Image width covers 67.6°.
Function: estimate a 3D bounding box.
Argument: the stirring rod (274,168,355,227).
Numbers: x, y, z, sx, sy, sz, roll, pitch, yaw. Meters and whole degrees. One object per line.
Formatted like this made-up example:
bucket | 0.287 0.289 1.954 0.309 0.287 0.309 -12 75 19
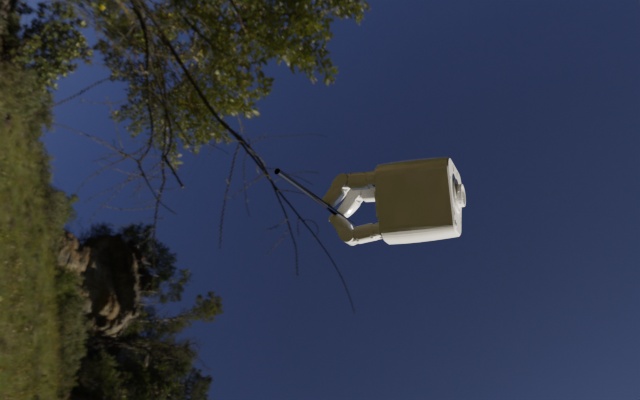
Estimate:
stirring rod | 0.000 0.002 0.692 0.011 0.011 0.240 0 -19 28
